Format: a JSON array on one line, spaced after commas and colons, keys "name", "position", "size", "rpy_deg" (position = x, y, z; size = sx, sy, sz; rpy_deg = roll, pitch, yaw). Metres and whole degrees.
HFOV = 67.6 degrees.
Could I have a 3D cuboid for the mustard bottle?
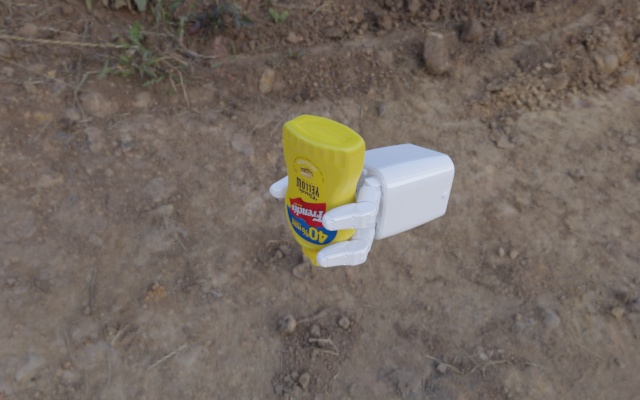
[{"name": "mustard bottle", "position": [0.000, 0.002, 0.563], "size": [0.096, 0.192, 0.058], "rpy_deg": [26, 43, 29]}]
